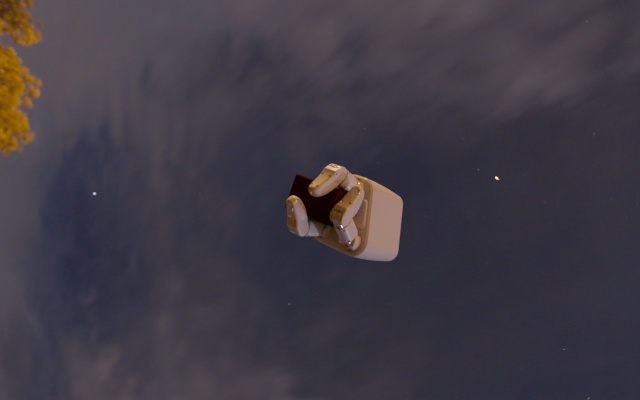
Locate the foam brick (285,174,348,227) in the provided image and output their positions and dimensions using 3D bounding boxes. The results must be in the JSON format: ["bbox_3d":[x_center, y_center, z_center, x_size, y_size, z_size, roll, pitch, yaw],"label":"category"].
[{"bbox_3d":[0.000,0.002,0.667,0.078,0.053,0.051,22,2,38],"label":"foam brick"}]
